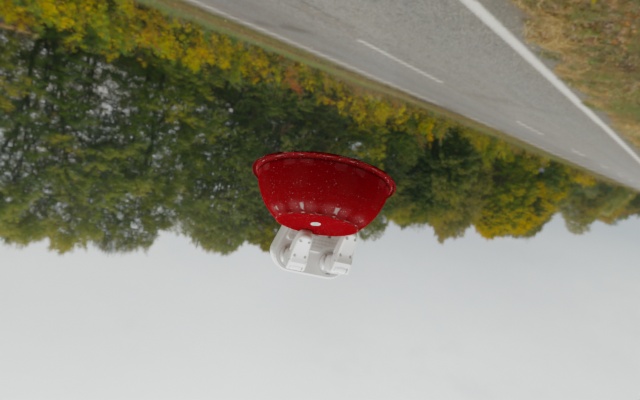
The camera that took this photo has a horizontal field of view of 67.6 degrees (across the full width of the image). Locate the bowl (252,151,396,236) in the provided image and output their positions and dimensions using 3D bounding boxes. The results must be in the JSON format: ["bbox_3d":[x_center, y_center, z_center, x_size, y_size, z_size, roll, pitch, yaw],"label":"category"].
[{"bbox_3d":[0.000,0.002,0.526,0.162,0.055,0.162,8,-17,2],"label":"bowl"}]
